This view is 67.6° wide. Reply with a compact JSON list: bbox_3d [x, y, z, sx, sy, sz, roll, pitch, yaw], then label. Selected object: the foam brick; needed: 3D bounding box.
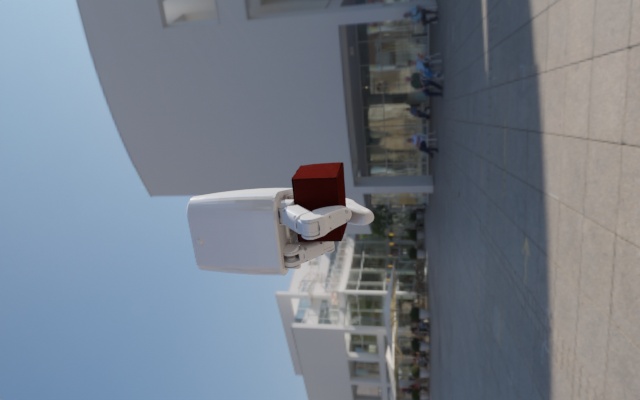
[{"bbox_3d":[0.000,0.001,0.540,0.051,0.078,0.053,0,21,11],"label":"foam brick"}]
